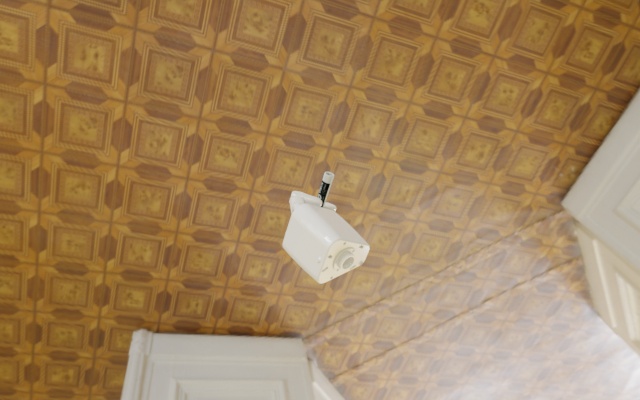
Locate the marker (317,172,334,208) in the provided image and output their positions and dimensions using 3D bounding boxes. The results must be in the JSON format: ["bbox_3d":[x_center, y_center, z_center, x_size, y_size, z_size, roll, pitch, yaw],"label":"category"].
[{"bbox_3d":[0.000,0.003,0.898,0.020,0.121,0.020,14,26,-7],"label":"marker"}]
